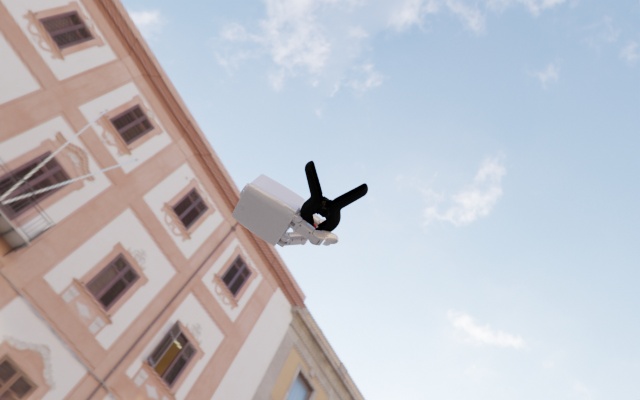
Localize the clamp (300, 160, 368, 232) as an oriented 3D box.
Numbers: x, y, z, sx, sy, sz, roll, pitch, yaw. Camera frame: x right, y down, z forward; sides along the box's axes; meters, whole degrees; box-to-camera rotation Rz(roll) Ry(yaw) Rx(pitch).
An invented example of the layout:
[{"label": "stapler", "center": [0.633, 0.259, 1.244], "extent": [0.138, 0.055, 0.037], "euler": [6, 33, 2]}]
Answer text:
[{"label": "clamp", "center": [0.000, 0.003, 0.897], "extent": [0.120, 0.171, 0.039], "euler": [33, 36, -1]}]
